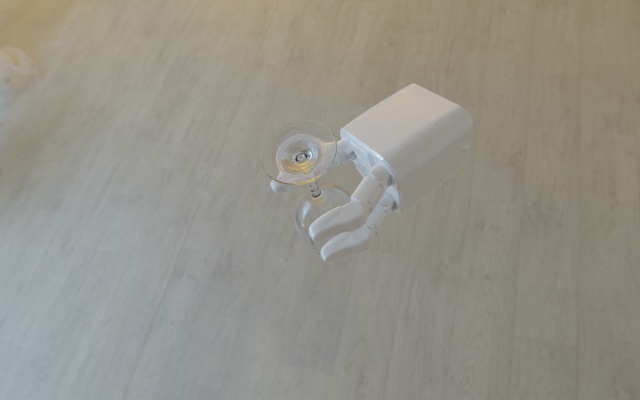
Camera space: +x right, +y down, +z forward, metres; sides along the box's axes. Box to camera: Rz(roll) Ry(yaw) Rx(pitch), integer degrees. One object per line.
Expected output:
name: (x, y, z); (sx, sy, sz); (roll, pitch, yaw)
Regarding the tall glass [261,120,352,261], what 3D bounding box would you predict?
tall glass: (0.000, 0.001, 0.531); (0.079, 0.079, 0.201); (0, -29, 13)
